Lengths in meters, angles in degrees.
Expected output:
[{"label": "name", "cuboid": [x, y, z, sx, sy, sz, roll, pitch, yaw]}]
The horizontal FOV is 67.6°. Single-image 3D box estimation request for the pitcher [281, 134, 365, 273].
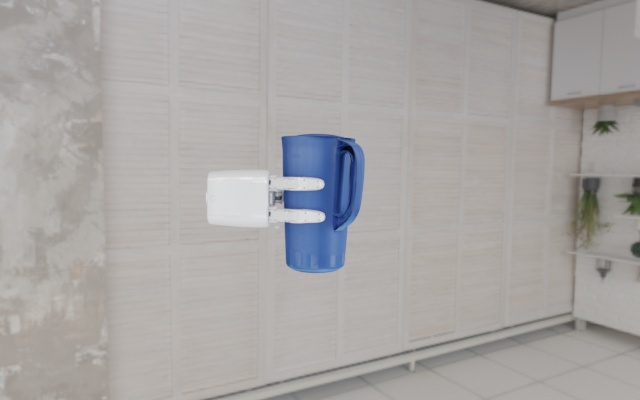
[{"label": "pitcher", "cuboid": [0.000, 0.003, 0.853, 0.145, 0.243, 0.149, 1, 4, 1]}]
